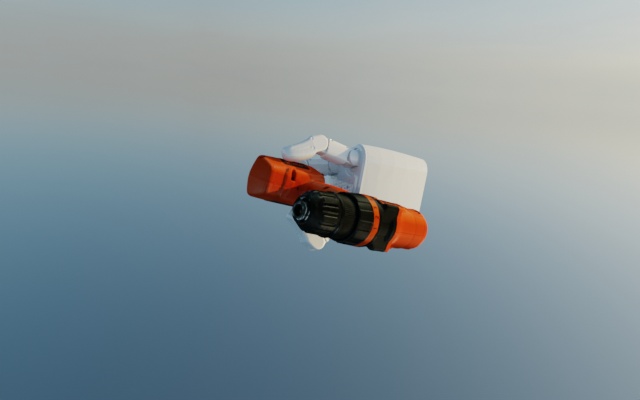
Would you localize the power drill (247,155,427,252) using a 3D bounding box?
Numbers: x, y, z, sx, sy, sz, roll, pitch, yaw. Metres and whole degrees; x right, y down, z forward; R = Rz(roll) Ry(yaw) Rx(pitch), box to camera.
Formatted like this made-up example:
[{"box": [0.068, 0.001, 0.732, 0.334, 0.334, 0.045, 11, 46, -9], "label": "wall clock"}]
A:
[{"box": [0.000, 0.002, 0.525, 0.184, 0.057, 0.187, 14, 9, -45], "label": "power drill"}]
